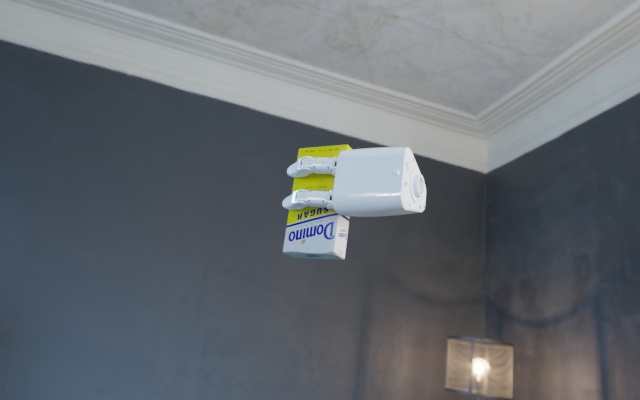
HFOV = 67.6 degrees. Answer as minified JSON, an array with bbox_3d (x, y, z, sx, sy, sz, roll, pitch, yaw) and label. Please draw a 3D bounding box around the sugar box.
[{"bbox_3d":[0.000,0.002,0.754,0.093,0.176,0.048,-2,-22,29],"label":"sugar box"}]
